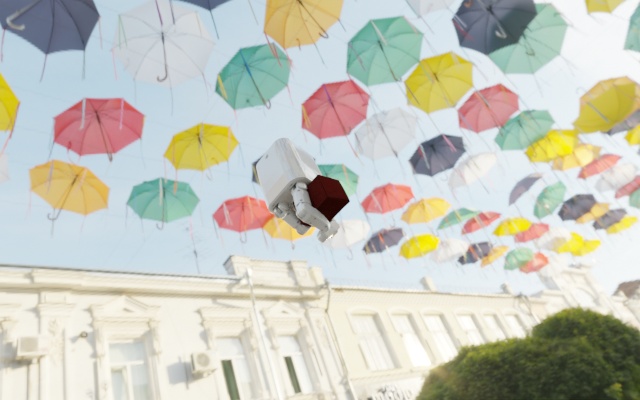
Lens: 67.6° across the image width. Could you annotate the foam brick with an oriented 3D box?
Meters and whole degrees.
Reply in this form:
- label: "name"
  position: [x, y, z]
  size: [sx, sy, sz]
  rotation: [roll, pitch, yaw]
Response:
- label: "foam brick"
  position: [0.000, 0.003, 0.808]
  size: [0.053, 0.051, 0.078]
  rotation: [13, -48, -41]
